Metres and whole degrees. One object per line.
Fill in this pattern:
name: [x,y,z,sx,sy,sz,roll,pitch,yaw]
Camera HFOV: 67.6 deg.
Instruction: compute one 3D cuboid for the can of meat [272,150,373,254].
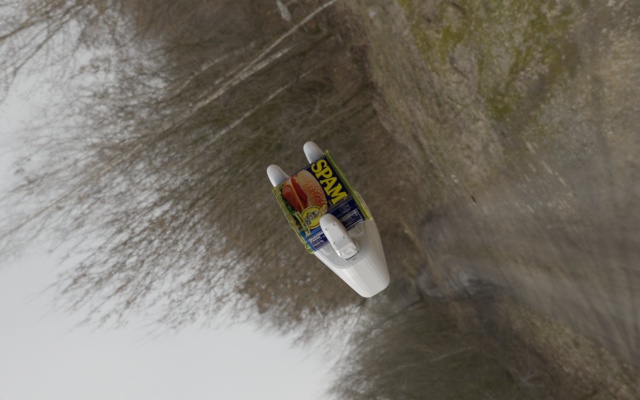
can of meat: [0.000,0.002,0.573,0.084,0.102,0.057,-33,-38,2]
